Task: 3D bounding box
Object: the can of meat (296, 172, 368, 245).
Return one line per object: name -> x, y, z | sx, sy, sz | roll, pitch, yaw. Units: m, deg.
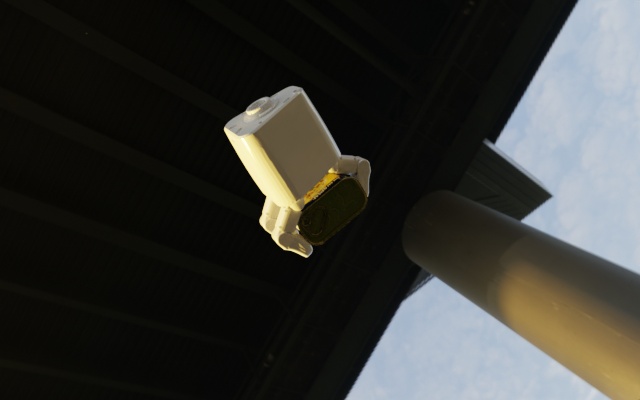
can of meat -> 0.000, 0.002, 0.661 | 0.102, 0.057, 0.084 | -39, 30, -9
